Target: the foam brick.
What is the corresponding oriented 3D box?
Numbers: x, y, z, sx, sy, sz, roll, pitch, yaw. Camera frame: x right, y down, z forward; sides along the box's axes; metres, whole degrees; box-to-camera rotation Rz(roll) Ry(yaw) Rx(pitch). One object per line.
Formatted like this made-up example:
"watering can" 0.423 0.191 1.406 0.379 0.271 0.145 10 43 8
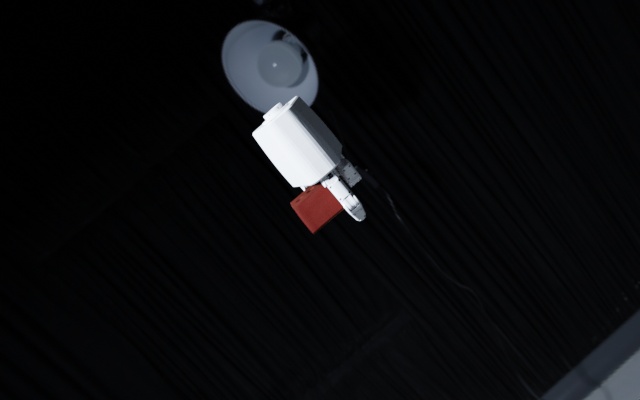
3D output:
"foam brick" 0.000 0.003 0.722 0.078 0.051 0.053 -41 14 0
